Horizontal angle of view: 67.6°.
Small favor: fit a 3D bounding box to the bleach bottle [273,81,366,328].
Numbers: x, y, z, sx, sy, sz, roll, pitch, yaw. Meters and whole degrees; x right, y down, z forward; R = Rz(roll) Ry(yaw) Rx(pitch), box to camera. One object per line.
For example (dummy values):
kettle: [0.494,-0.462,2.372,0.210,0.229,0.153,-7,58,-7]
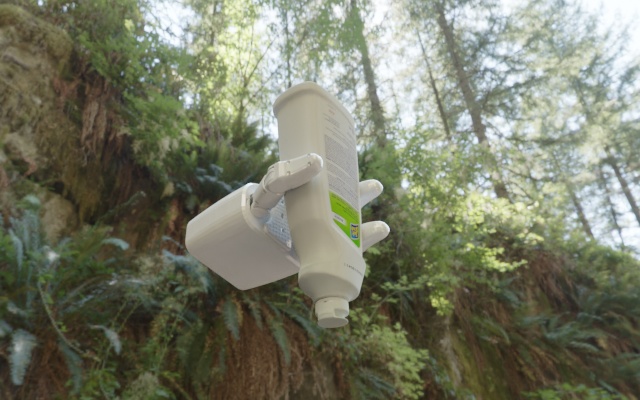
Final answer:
bleach bottle: [0.000,0.002,0.492,0.068,0.250,0.103,-26,-39,31]
